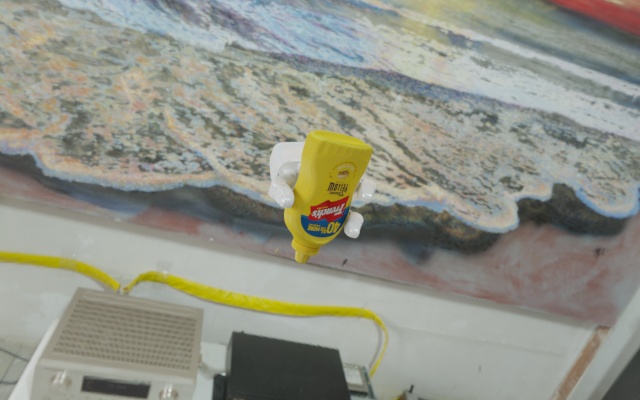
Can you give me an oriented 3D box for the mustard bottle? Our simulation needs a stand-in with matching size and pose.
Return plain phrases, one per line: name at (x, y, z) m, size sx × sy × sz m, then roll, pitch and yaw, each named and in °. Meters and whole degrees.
mustard bottle at (0.000, 0.002, 0.666) m, size 0.096 × 0.192 × 0.058 m, roll 3°, pitch 25°, yaw -38°
